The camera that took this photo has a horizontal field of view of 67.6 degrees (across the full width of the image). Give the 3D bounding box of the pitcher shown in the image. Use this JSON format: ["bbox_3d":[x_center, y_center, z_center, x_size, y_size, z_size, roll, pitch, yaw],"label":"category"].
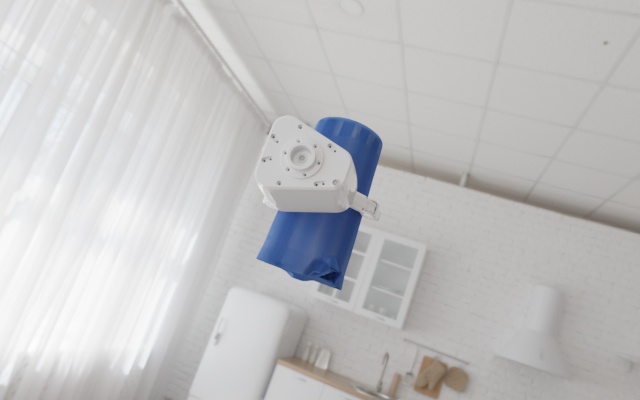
[{"bbox_3d":[0.000,0.002,0.727,0.149,0.242,0.145,18,-11,12],"label":"pitcher"}]
